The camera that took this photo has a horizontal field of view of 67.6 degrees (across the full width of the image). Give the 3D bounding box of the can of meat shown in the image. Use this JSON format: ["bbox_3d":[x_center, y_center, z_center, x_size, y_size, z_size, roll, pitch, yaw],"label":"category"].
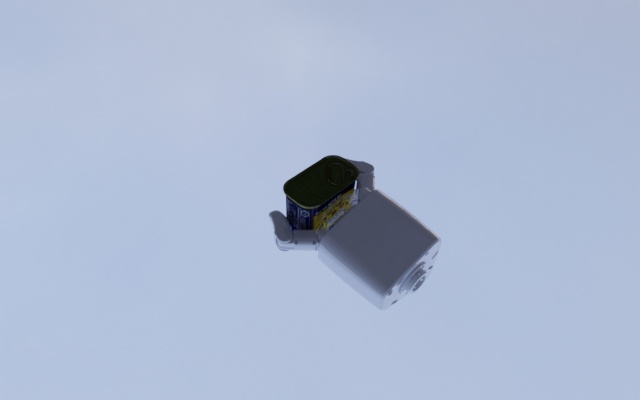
[{"bbox_3d":[0.000,0.002,0.630,0.057,0.084,0.102,36,54,27],"label":"can of meat"}]
